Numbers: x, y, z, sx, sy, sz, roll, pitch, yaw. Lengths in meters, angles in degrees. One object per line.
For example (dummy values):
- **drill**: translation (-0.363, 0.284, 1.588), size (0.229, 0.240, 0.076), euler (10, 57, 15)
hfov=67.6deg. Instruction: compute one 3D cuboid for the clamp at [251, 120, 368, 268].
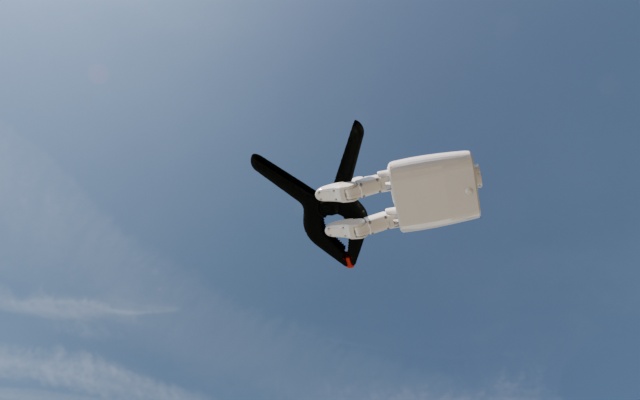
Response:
- **clamp**: translation (0.001, 0.002, 0.676), size (0.164, 0.210, 0.036), euler (-9, 22, 16)
